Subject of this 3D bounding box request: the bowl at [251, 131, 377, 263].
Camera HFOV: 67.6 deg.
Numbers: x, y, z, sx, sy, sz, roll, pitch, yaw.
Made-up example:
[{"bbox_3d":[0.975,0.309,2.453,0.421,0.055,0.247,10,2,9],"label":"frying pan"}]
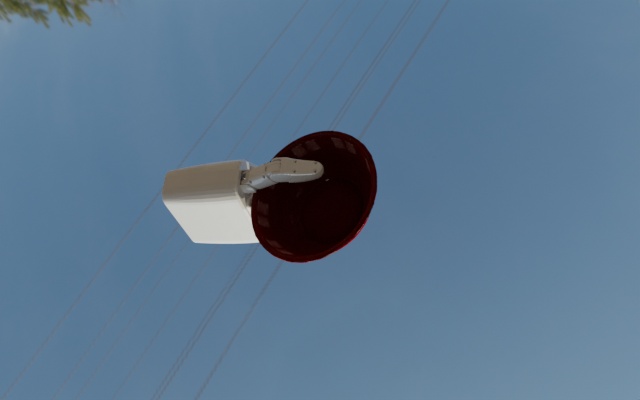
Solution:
[{"bbox_3d":[0.001,0.002,0.555,0.162,0.162,0.055,0,-23,31],"label":"bowl"}]
